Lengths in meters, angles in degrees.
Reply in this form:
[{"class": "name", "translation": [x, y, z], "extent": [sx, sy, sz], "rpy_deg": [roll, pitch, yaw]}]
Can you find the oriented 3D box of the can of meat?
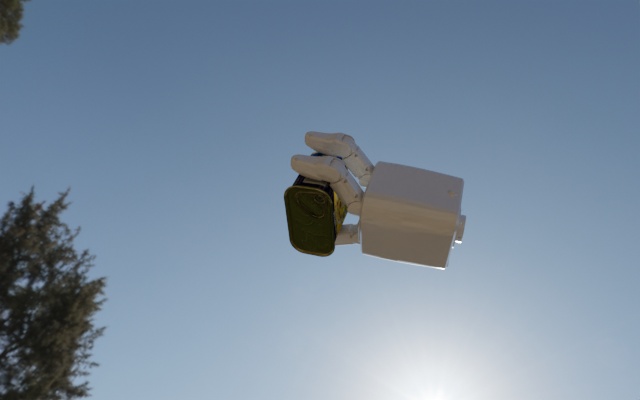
[{"class": "can of meat", "translation": [0.000, 0.002, 0.580], "extent": [0.057, 0.102, 0.084], "rpy_deg": [8, 40, 16]}]
